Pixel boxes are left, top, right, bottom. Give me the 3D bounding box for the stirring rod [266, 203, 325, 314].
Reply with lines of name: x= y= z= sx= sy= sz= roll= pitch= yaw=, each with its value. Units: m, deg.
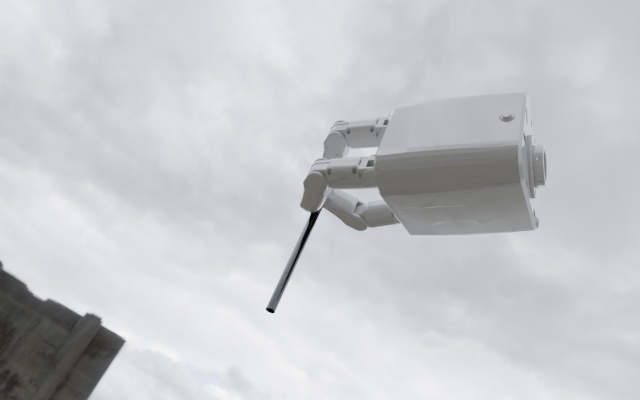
stirring rod: x=0.000 y=0.002 z=0.447 sx=0.011 sy=0.239 sz=0.011 roll=14 pitch=-41 yaw=13
